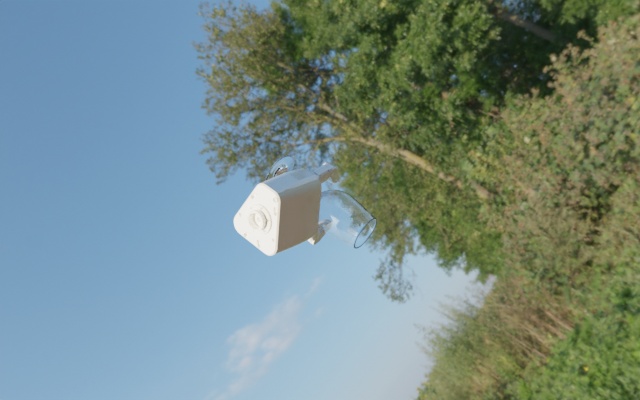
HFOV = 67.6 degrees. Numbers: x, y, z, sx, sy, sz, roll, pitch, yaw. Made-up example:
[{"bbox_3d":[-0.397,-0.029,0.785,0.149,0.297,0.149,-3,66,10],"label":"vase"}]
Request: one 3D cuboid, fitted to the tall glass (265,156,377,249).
[{"bbox_3d":[0.000,0.002,0.834,0.201,0.079,0.079,35,14,22],"label":"tall glass"}]
